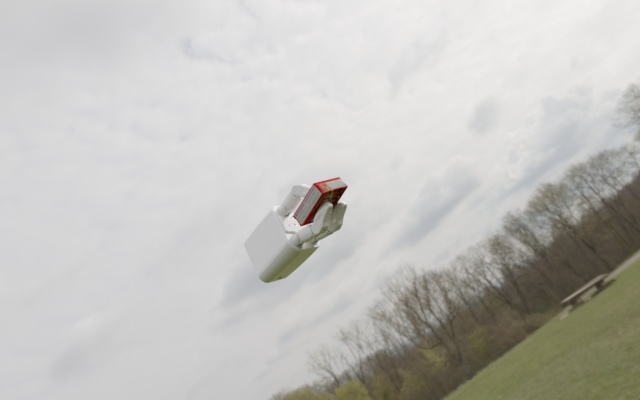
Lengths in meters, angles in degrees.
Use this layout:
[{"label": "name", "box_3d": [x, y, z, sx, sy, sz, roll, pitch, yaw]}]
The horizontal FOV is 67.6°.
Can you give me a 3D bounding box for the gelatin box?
[{"label": "gelatin box", "box_3d": [0.000, 0.002, 0.861, 0.073, 0.089, 0.030, -15, 56, -48]}]
